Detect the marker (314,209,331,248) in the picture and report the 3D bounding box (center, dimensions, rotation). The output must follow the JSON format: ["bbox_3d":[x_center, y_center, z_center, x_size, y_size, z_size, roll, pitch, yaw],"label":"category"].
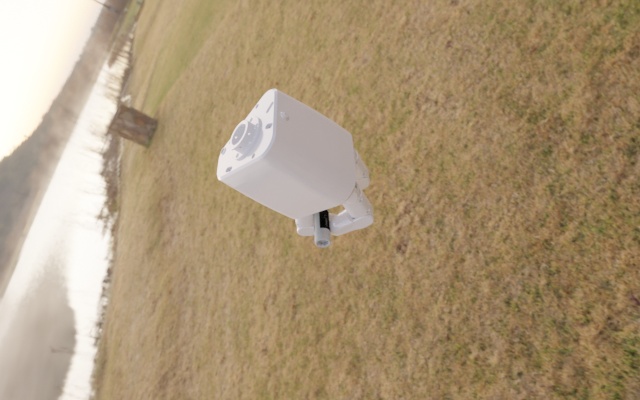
[{"bbox_3d":[0.000,0.002,0.582,0.020,0.121,0.020,-2,-39,-2],"label":"marker"}]
